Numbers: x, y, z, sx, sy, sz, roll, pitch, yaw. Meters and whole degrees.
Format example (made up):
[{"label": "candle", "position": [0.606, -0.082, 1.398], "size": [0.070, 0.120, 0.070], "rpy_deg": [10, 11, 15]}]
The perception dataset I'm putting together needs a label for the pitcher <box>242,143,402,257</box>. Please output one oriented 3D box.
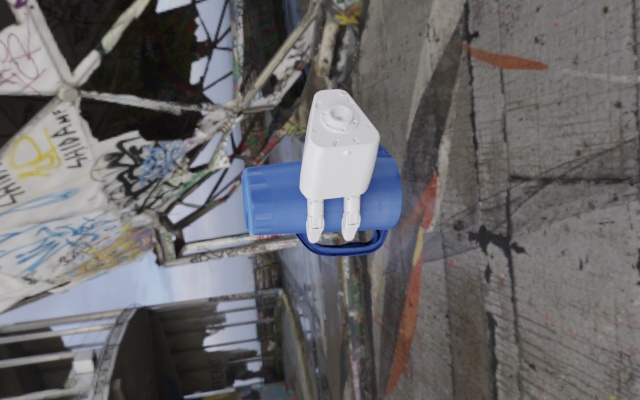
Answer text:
[{"label": "pitcher", "position": [0.000, 0.002, 0.771], "size": [0.243, 0.149, 0.145], "rpy_deg": [-5, -32, -11]}]
